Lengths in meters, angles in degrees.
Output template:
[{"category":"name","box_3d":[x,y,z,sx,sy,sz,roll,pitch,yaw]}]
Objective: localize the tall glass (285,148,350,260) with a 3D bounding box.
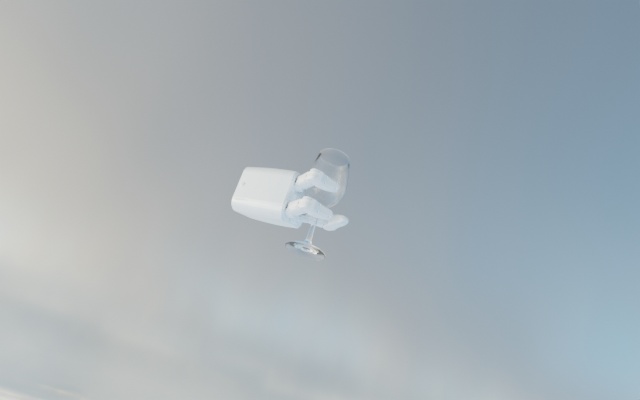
[{"category":"tall glass","box_3d":[0.000,0.004,0.875,0.079,0.201,0.079,15,-26,7]}]
